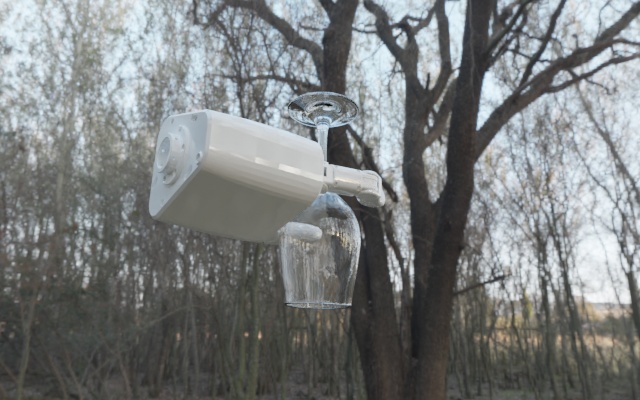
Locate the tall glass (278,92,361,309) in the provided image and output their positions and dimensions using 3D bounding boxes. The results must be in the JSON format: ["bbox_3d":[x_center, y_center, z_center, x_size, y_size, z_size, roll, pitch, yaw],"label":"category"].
[{"bbox_3d":[0.000,0.001,0.465,0.079,0.201,0.079,1,-17,0],"label":"tall glass"}]
